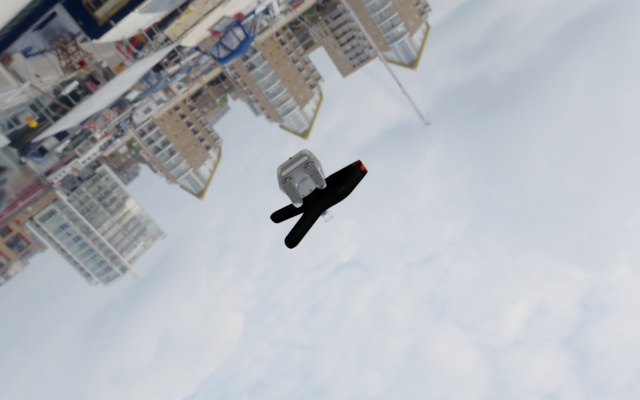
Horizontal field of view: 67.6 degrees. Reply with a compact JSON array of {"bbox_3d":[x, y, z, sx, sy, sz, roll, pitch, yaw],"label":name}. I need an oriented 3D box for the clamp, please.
[{"bbox_3d":[0.001,0.003,0.874,0.210,0.036,0.164,-36,22,3],"label":"clamp"}]
